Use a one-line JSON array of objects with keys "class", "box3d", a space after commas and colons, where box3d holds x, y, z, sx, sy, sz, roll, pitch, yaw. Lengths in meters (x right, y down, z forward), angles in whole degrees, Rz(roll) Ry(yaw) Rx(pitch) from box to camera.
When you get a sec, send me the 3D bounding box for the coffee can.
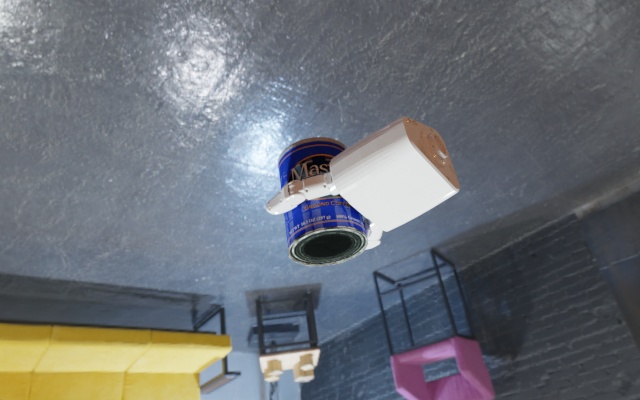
[{"class": "coffee can", "box3d": [0.000, 0.002, 0.634, 0.103, 0.140, 0.103, -7, -32, -4]}]
